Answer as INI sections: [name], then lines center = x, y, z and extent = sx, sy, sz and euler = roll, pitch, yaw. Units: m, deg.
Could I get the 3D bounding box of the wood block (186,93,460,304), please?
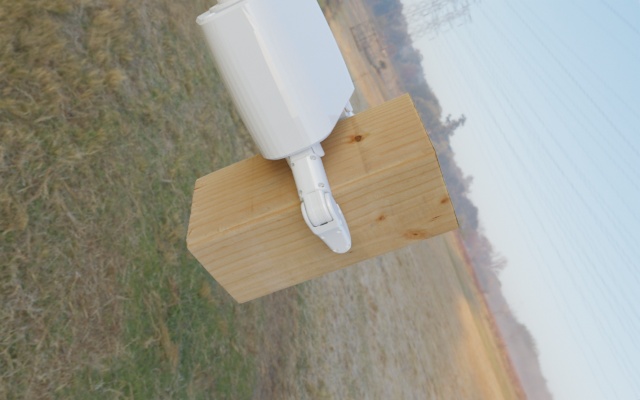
[wood block]
center = 0.000, 0.001, 0.416
extent = 0.206, 0.090, 0.090
euler = -21, 41, 11
